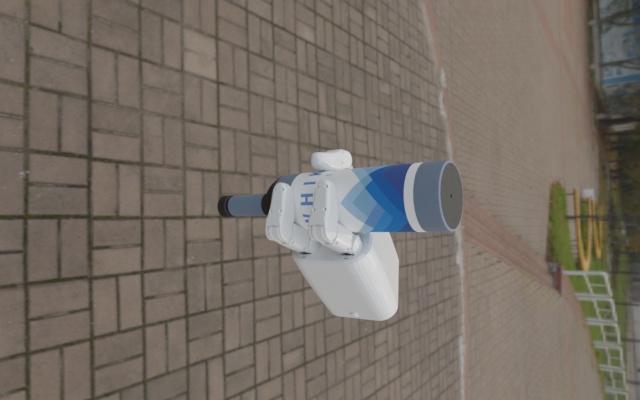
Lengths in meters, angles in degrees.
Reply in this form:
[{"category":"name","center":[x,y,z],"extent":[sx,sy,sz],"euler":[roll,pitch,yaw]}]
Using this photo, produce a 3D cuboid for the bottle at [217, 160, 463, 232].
[{"category":"bottle","center":[0.000,0.002,0.523],"extent":[0.296,0.069,0.069],"euler":[-3,-2,34]}]
